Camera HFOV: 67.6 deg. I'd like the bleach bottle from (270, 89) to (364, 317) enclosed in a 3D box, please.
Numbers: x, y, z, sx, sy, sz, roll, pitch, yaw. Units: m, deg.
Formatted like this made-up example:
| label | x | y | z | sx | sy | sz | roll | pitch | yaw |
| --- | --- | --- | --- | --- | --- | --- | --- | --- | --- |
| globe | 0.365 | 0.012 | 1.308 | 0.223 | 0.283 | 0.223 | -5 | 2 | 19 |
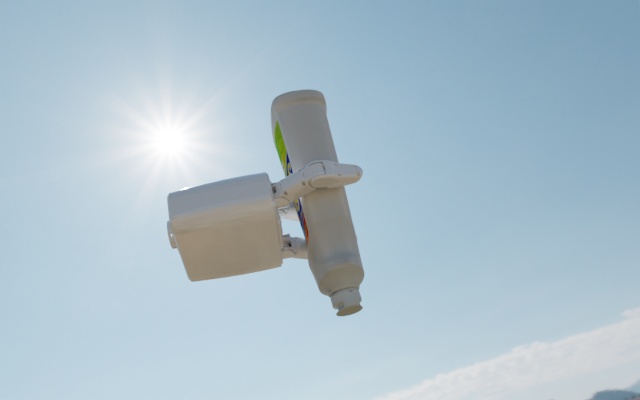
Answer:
| label | x | y | z | sx | sy | sz | roll | pitch | yaw |
| --- | --- | --- | --- | --- | --- | --- | --- | --- | --- |
| bleach bottle | 0.000 | 0.002 | 0.533 | 0.068 | 0.250 | 0.103 | -10 | -30 | -10 |
